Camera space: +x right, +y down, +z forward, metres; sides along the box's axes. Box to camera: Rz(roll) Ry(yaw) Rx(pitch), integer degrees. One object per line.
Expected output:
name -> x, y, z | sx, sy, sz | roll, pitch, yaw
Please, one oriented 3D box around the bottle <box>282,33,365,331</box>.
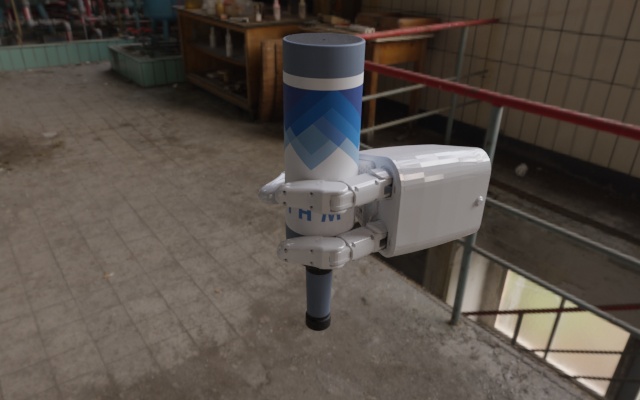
bottle -> 0.000, 0.001, 0.449 | 0.069, 0.296, 0.069 | 1, 27, 0
